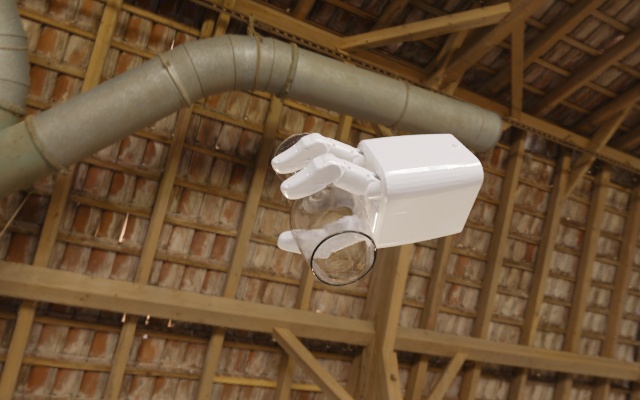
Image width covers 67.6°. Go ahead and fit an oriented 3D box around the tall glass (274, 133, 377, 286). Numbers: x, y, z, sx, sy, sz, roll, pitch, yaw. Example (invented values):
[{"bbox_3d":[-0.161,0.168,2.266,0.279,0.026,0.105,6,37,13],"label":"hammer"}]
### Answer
[{"bbox_3d":[0.000,0.001,0.508,0.079,0.079,0.201,0,31,-14],"label":"tall glass"}]
